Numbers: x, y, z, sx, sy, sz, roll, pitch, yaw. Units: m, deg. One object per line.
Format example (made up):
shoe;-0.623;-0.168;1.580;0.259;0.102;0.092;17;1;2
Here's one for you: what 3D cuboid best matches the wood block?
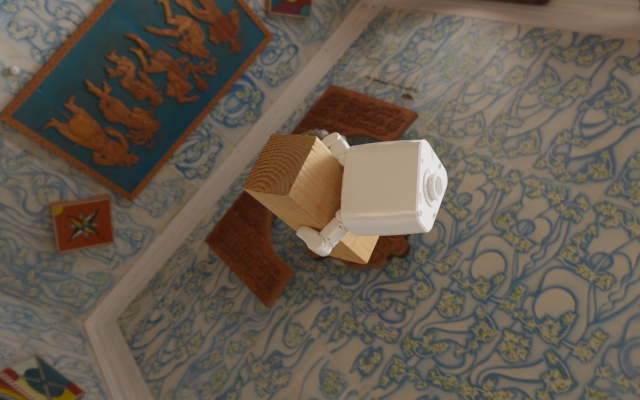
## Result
wood block;0.000;0.003;0.681;0.090;0.090;0.206;10;-23;41
